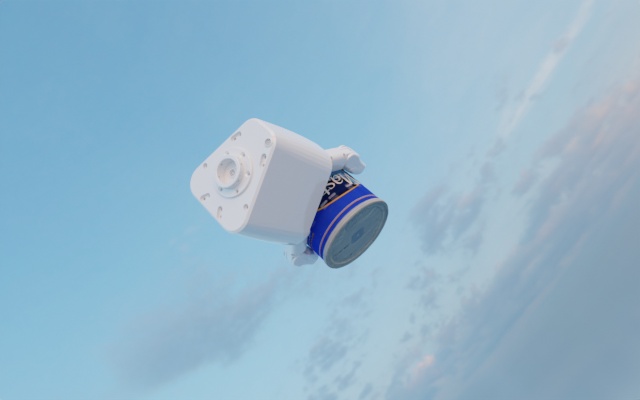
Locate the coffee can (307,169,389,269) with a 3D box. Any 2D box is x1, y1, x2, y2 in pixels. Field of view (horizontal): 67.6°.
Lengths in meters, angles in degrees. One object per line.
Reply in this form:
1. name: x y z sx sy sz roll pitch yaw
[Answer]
1. coffee can: 0.000 0.002 0.602 0.140 0.103 0.103 42 23 29
